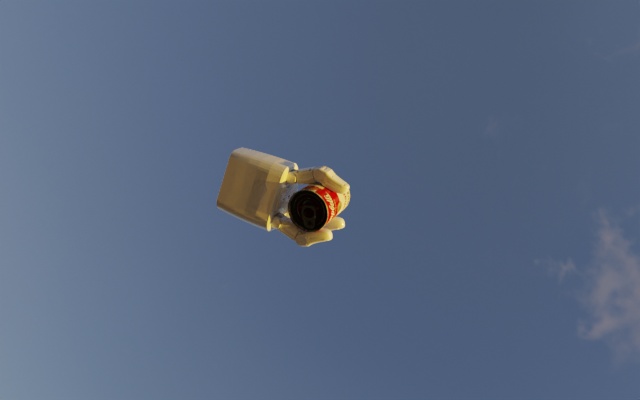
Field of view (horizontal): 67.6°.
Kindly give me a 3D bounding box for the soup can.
[{"bbox_3d":[0.001,0.003,0.768,0.068,0.068,0.102,0,16,25],"label":"soup can"}]
